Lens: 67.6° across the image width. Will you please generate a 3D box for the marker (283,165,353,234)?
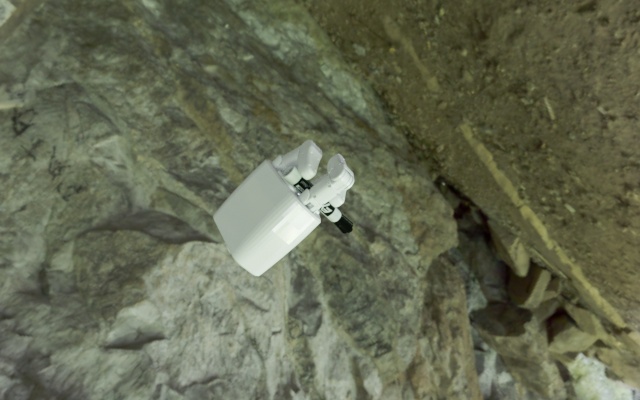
[{"bbox_3d":[0.000,0.002,0.593,0.121,0.020,0.020,44,-24,-28],"label":"marker"}]
